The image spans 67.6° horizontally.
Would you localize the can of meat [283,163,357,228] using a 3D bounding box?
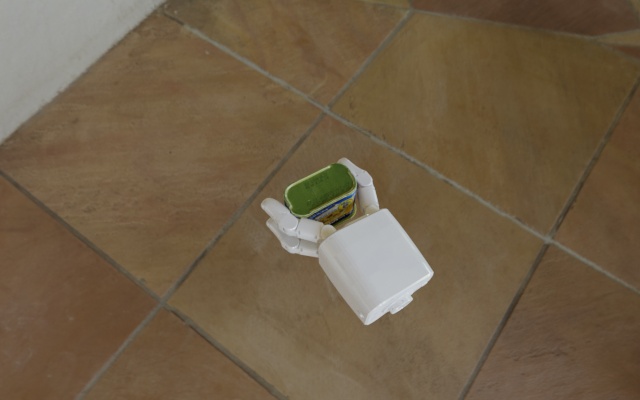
[{"bbox_3d":[0.000,0.002,0.652,0.102,0.057,0.084,-28,-22,-12],"label":"can of meat"}]
